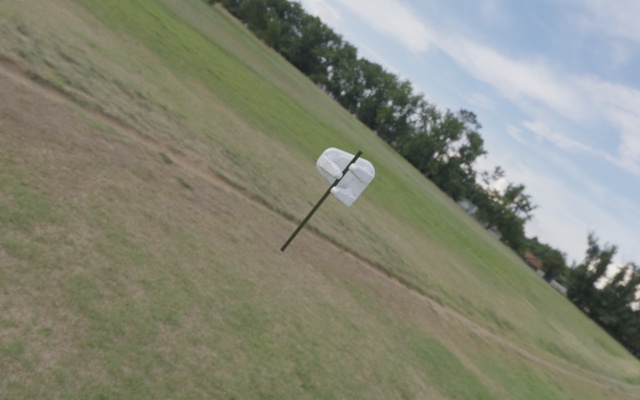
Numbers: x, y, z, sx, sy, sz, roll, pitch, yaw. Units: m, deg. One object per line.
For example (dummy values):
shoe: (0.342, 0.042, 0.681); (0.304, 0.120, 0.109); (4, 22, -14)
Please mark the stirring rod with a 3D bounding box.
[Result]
stirring rod: (0.000, 0.003, 0.893); (0.011, 0.239, 0.011); (38, 9, -7)
